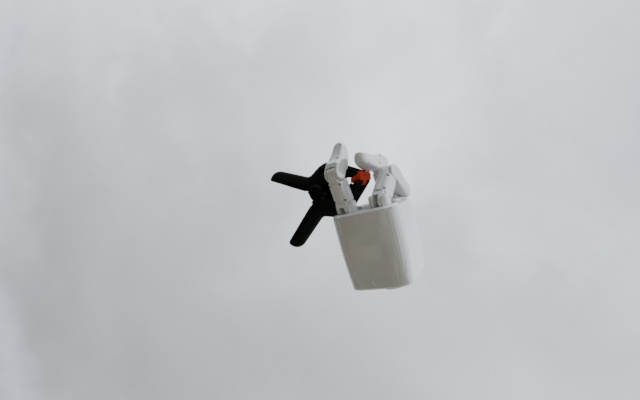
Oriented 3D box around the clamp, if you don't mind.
[{"bbox_3d":[0.001,0.002,0.701,0.171,0.120,0.039,-12,3,40],"label":"clamp"}]
